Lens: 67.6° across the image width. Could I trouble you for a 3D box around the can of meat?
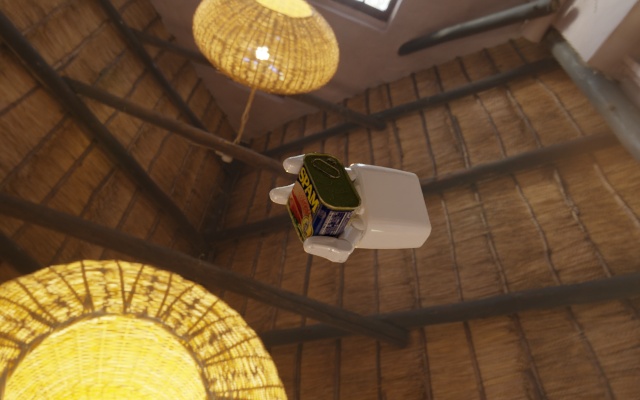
[{"bbox_3d":[0.000,0.002,0.620,0.057,0.102,0.084,2,-46,-28],"label":"can of meat"}]
